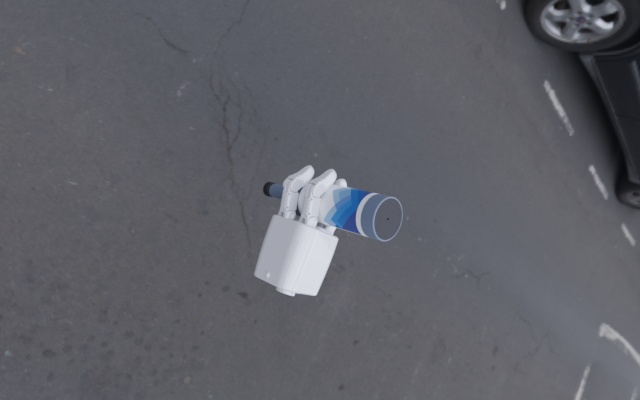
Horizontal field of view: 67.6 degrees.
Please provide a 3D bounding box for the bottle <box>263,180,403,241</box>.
[{"bbox_3d":[0.000,0.003,0.796,0.069,0.069,0.295,0,10,-43],"label":"bottle"}]
